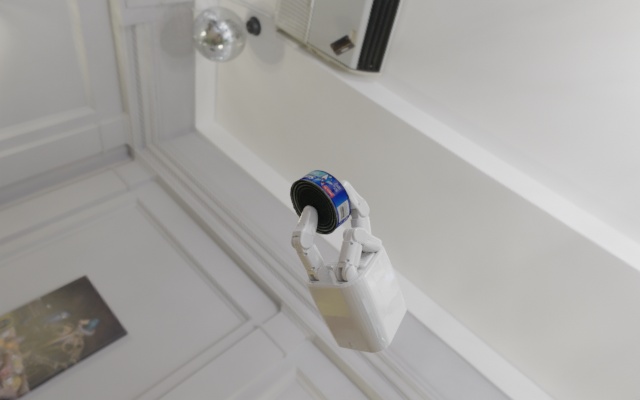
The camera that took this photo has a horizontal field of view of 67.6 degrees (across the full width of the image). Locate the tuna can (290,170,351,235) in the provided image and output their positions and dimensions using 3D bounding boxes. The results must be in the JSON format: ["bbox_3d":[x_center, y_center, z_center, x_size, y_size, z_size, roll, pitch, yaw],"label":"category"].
[{"bbox_3d":[0.000,0.002,0.654,0.033,0.086,0.086,-37,23,-35],"label":"tuna can"}]
